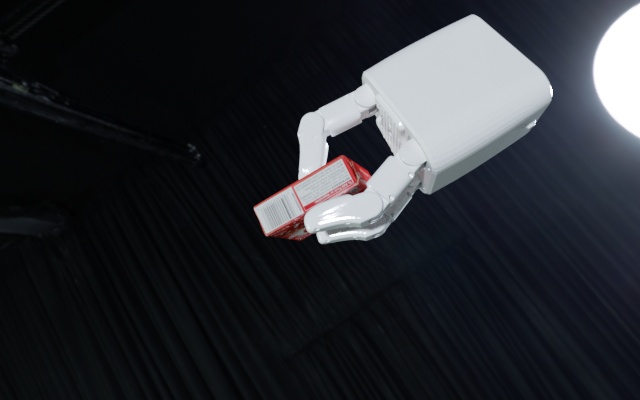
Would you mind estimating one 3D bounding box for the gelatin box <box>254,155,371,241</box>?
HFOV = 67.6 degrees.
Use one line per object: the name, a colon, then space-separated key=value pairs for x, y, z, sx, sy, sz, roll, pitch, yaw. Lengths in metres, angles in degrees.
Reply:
gelatin box: x=0.000 y=0.001 z=0.403 sx=0.089 sy=0.030 sz=0.073 roll=-29 pitch=-16 yaw=14
